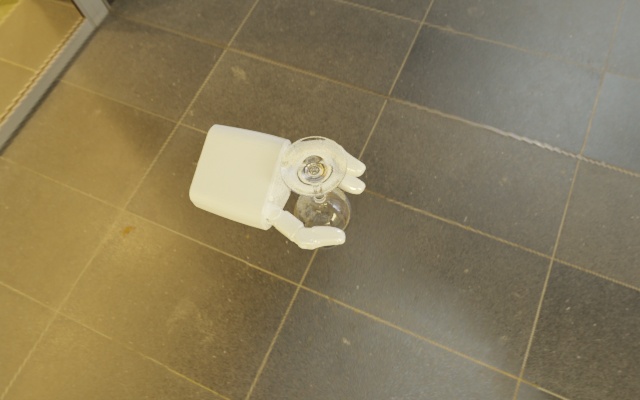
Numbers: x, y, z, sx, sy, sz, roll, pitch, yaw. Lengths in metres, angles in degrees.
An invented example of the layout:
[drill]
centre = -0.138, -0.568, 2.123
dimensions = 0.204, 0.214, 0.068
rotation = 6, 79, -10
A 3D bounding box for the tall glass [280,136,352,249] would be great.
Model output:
[tall glass]
centre = 0.000, 0.002, 0.610
dimensions = 0.079, 0.079, 0.201
rotation = 0, -24, 6
